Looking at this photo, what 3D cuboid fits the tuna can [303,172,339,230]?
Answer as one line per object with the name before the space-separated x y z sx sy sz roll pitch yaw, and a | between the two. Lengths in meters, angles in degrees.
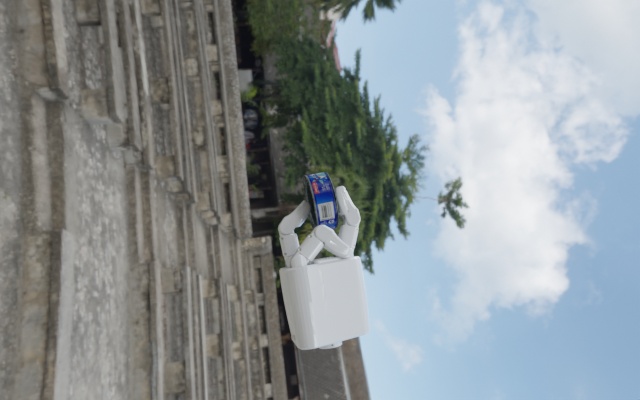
tuna can | 0.001 0.002 0.699 0.034 0.086 0.086 -11 2 -8
